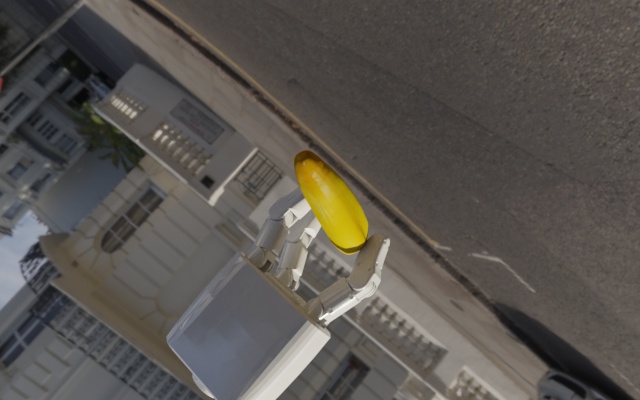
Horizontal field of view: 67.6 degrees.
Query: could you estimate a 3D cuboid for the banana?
[{"bbox_3d":[0.014,0.014,0.431,0.069,0.037,0.198,42,-7,14],"label":"banana"}]
